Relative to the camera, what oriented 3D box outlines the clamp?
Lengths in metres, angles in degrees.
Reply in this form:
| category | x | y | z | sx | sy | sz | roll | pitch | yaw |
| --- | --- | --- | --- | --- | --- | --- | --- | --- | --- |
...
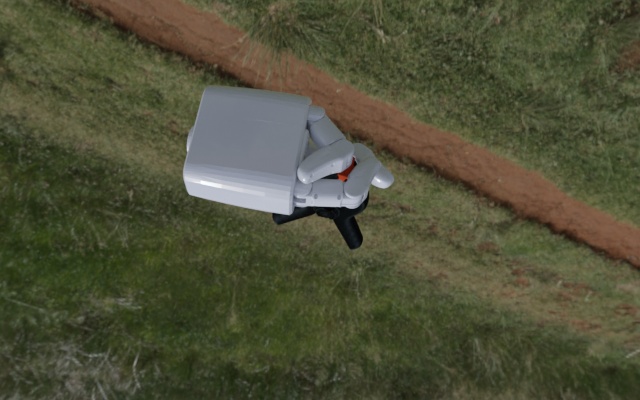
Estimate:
| category | x | y | z | sx | sy | sz | roll | pitch | yaw |
| --- | --- | --- | --- | --- | --- | --- | --- | --- | --- |
| clamp | 0.000 | 0.002 | 0.557 | 0.120 | 0.039 | 0.172 | 9 | -33 | 2 |
